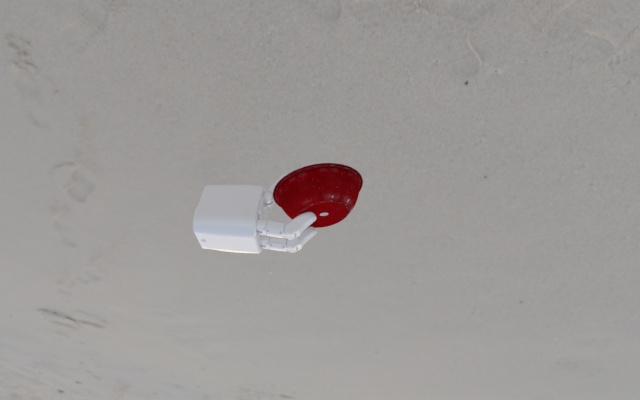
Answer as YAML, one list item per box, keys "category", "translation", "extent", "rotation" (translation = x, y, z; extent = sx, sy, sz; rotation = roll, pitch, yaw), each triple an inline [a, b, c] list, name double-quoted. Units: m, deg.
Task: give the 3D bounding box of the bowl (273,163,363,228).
- category: "bowl"
  translation: [0.001, 0.003, 0.831]
  extent: [0.162, 0.055, 0.162]
  rotation: [-8, -30, -5]
